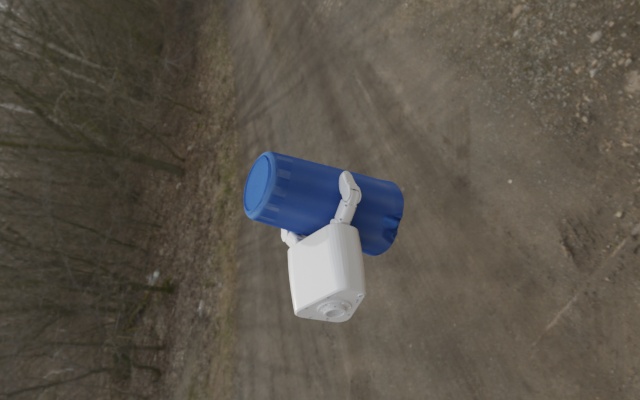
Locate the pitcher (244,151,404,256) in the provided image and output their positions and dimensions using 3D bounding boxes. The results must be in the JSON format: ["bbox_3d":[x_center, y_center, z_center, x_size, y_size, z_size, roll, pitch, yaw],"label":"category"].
[{"bbox_3d":[0.000,0.003,0.784,0.243,0.145,0.149,16,-42,-28],"label":"pitcher"}]
